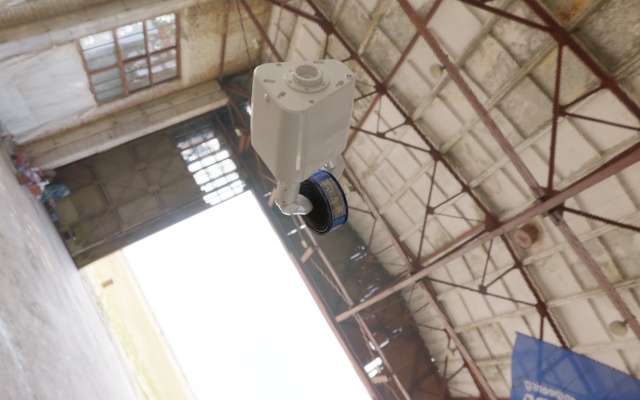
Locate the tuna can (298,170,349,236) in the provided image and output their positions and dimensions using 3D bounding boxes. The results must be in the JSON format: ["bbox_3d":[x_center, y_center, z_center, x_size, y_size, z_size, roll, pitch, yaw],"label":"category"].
[{"bbox_3d":[0.001,0.002,0.652,0.033,0.086,0.086,-23,11,-28],"label":"tuna can"}]
